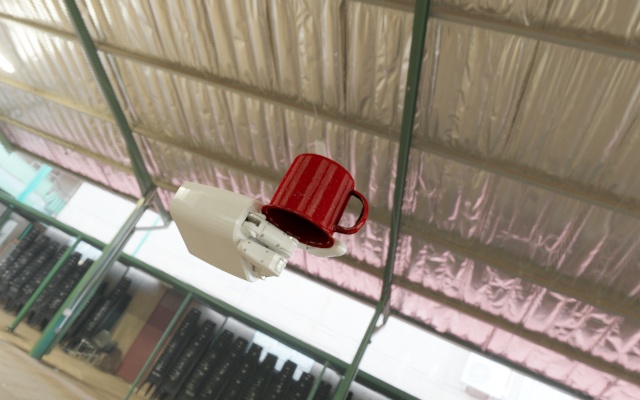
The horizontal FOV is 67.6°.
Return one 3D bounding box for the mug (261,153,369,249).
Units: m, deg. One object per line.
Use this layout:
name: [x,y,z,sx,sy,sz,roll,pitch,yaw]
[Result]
mug: [0.001,0.002,0.557,0.117,0.081,0.093,17,-24,22]
